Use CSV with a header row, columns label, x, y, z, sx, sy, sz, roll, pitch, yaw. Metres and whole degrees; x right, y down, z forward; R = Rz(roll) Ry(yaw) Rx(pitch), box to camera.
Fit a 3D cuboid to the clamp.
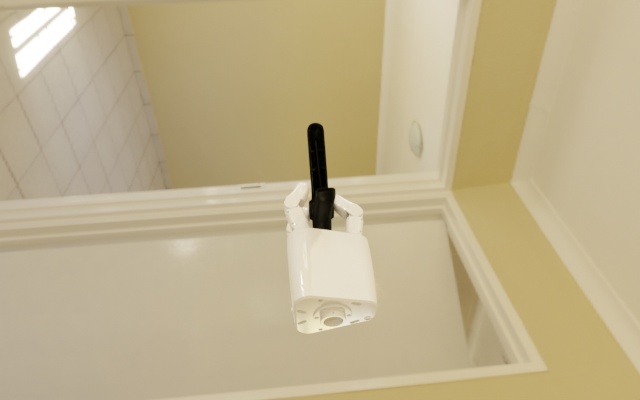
label,x,y,z,sx,sy,sz,roll,pitch,yaw
clamp,0.001,0.003,0.707,0.036,0.164,0.210,-4,-43,-3
